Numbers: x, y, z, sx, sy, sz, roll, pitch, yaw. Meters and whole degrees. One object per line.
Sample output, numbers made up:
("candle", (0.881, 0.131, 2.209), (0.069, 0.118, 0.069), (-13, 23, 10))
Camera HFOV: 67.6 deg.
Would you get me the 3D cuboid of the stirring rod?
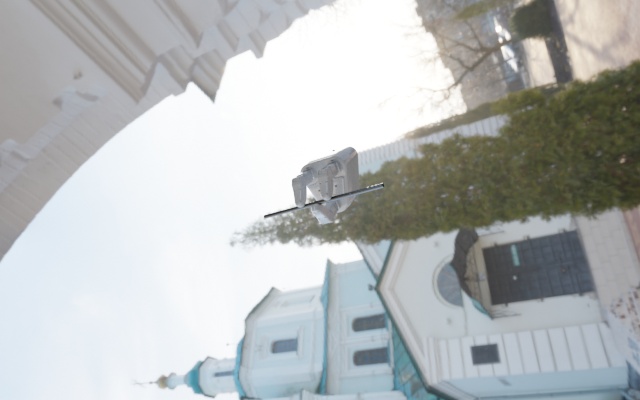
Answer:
("stirring rod", (0.000, 0.003, 0.854), (0.239, 0.011, 0.011), (-15, -6, 25))
